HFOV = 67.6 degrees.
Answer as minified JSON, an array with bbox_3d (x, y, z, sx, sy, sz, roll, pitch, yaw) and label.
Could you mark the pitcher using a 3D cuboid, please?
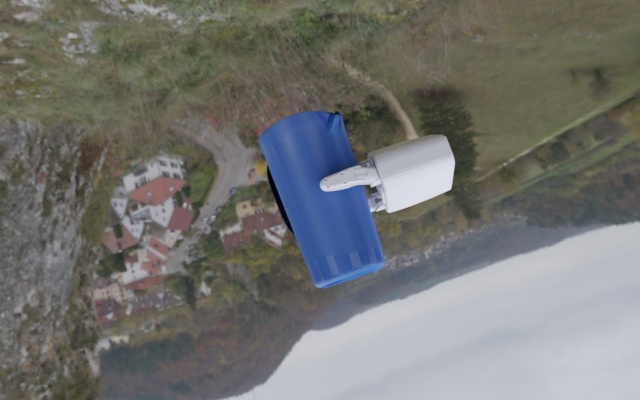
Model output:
[{"bbox_3d":[0.000,0.002,0.709,0.145,0.242,0.149,-19,-11,2],"label":"pitcher"}]
